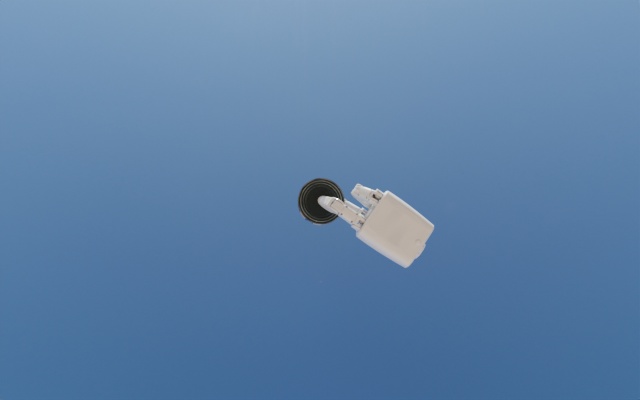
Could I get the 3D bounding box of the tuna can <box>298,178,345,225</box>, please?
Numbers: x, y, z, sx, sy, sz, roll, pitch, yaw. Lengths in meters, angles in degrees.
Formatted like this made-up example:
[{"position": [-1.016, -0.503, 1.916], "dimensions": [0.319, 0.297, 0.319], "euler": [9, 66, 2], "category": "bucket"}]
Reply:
[{"position": [0.000, 0.003, 0.887], "dimensions": [0.086, 0.086, 0.034], "euler": [0, -6, -5], "category": "tuna can"}]
